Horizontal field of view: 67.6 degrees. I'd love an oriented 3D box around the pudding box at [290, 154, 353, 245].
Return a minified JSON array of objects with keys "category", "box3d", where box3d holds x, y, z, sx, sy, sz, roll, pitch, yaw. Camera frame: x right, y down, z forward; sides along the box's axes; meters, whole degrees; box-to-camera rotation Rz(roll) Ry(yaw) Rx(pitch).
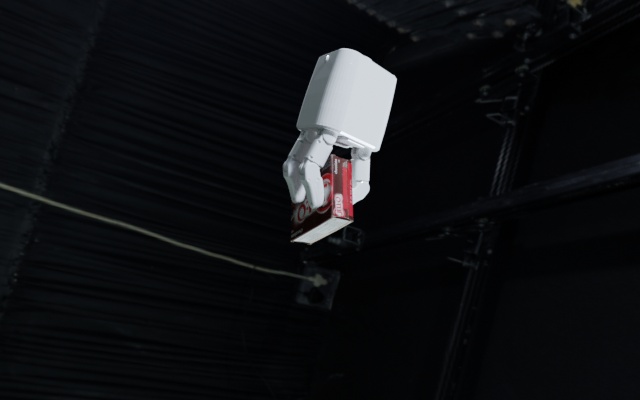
[{"category":"pudding box","box3d":[0.000,0.002,0.655,0.039,0.090,0.113,14,-28,-26]}]
